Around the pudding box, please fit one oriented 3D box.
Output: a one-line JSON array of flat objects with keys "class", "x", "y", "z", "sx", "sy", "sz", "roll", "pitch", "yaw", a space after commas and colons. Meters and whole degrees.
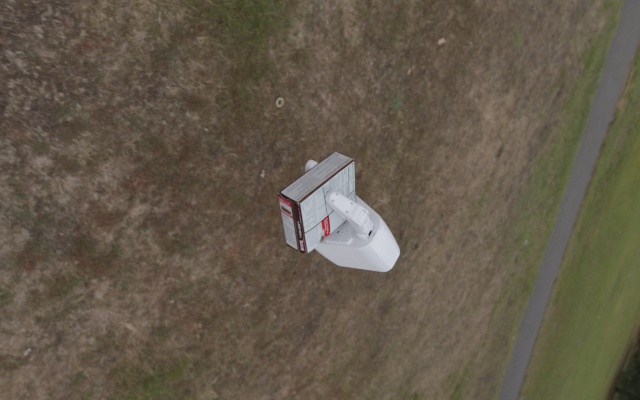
[{"class": "pudding box", "x": 0.000, "y": 0.002, "z": 0.619, "sx": 0.039, "sy": 0.090, "sz": 0.113, "roll": 23, "pitch": 47, "yaw": 33}]
